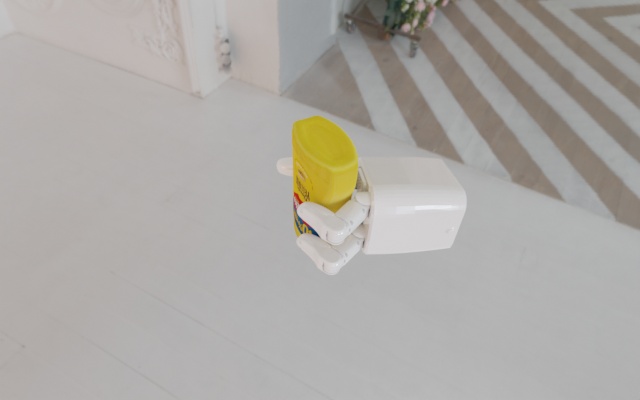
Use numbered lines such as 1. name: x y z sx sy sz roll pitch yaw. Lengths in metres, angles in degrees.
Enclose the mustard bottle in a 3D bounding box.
1. mustard bottle: 0.000 0.002 0.567 0.058 0.192 0.096 -21 51 -21
